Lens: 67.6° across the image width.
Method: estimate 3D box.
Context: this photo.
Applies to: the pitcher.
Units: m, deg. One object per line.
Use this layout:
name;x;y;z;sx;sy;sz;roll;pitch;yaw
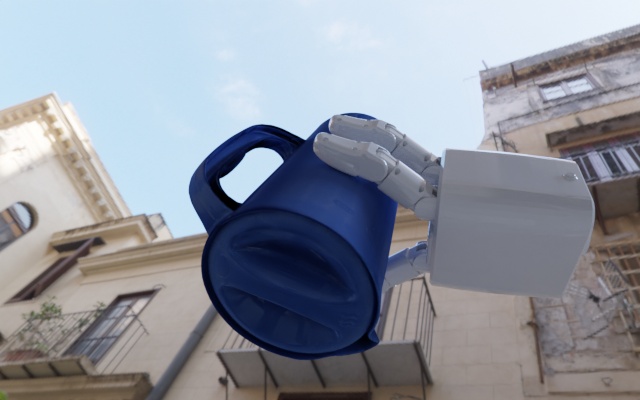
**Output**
pitcher;0.000;0.001;0.426;0.145;0.149;0.242;5;30;15
